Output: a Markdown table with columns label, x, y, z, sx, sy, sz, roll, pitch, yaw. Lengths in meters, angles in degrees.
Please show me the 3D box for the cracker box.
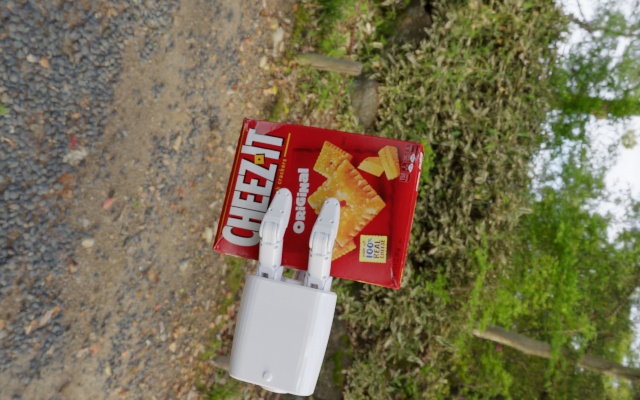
| label | x | y | z | sx | sy | sz | roll | pitch | yaw |
| --- | --- | --- | --- | --- | --- | --- | --- | --- | --- |
| cracker box | 0.000 | 0.002 | 0.554 | 0.213 | 0.164 | 0.072 | 10 | -9 | 11 |
